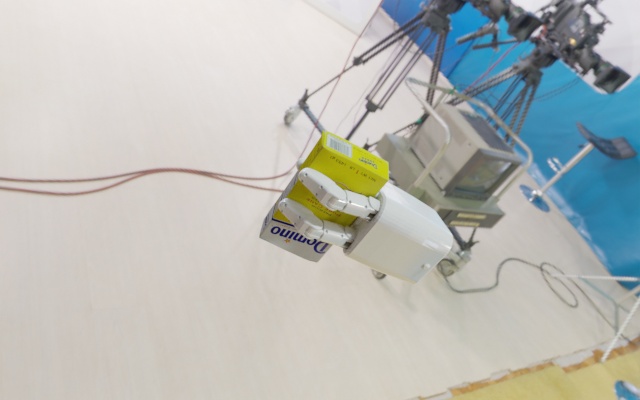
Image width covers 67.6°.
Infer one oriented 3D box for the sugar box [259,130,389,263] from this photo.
[{"bbox_3d":[0.000,0.002,0.612,0.093,0.176,0.048,26,35,-14],"label":"sugar box"}]
